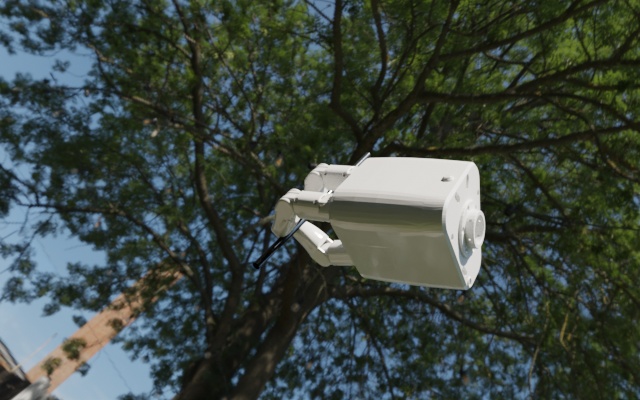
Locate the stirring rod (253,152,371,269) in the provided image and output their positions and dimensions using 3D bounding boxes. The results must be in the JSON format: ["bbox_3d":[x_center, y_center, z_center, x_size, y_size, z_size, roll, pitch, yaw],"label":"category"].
[{"bbox_3d":[0.000,0.002,0.541,0.011,0.011,0.239,0,31,37],"label":"stirring rod"}]
